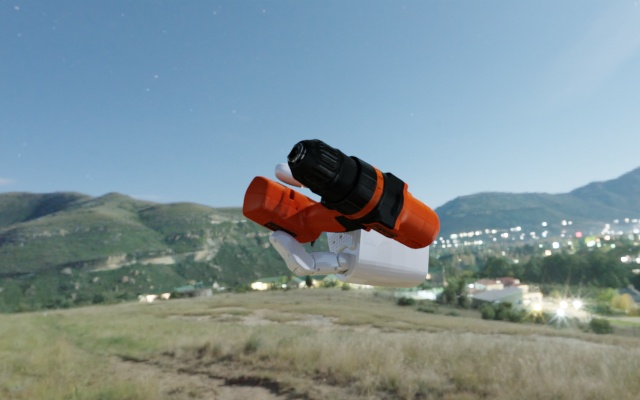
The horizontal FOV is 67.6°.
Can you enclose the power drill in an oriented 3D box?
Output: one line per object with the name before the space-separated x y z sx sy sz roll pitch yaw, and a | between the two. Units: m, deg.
power drill | 0.000 0.002 0.489 0.184 0.057 0.187 31 -21 -35
